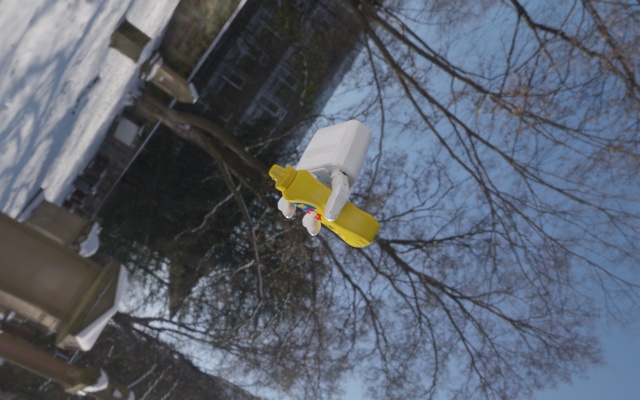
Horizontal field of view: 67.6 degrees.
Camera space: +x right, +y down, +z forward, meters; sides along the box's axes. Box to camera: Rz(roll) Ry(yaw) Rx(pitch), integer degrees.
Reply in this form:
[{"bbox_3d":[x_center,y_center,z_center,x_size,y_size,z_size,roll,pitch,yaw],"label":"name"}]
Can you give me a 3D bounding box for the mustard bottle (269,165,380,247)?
[{"bbox_3d":[0.000,0.003,0.765,0.192,0.058,0.096,35,-8,-19],"label":"mustard bottle"}]
